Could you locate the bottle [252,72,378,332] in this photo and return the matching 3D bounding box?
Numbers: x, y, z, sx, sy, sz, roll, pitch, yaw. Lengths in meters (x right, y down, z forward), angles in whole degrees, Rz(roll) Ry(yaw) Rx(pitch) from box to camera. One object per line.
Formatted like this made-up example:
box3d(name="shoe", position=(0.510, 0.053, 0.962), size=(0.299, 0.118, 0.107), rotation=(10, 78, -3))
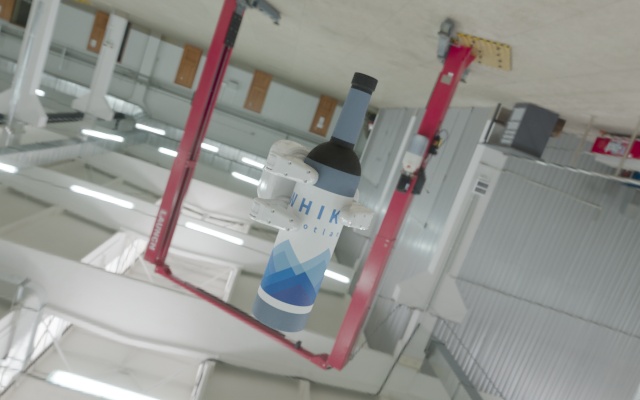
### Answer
box3d(name="bottle", position=(0.000, 0.002, 0.540), size=(0.069, 0.296, 0.069), rotation=(20, 9, -3))
